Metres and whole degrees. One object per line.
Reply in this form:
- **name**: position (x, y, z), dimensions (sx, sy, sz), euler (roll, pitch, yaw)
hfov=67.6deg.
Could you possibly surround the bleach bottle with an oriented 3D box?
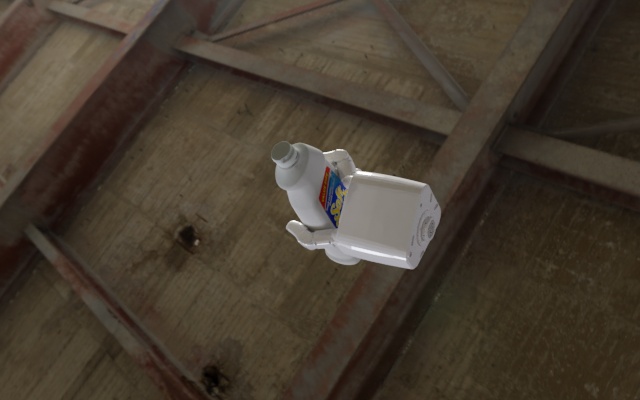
- **bleach bottle**: position (0.000, 0.002, 0.697), dimensions (0.068, 0.102, 0.251), euler (11, -22, 33)
